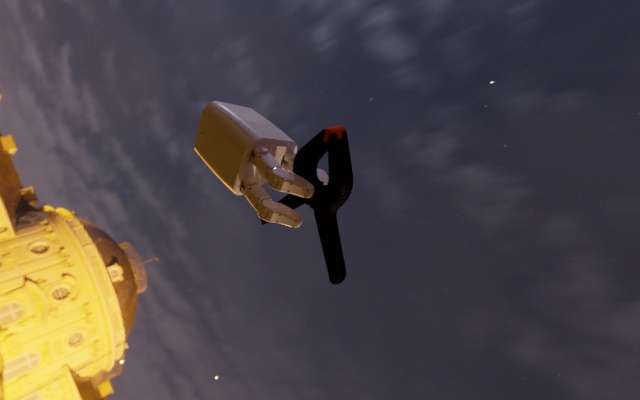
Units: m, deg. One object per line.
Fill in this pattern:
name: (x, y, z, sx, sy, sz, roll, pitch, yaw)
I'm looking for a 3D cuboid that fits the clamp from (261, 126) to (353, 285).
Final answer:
clamp: (0.001, 0.001, 0.640, 0.164, 0.210, 0.036, 42, 39, 24)
